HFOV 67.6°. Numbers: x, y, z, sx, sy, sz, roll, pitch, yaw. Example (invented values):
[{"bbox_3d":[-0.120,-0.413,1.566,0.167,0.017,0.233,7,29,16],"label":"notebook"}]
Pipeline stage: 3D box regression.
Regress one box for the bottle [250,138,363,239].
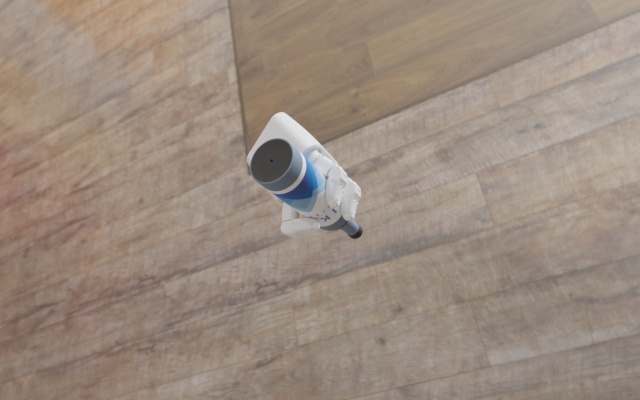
[{"bbox_3d":[0.000,0.002,0.734,0.069,0.069,0.296,0,-21,27],"label":"bottle"}]
